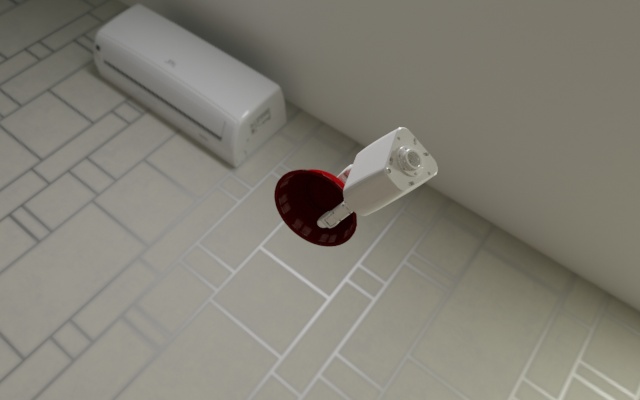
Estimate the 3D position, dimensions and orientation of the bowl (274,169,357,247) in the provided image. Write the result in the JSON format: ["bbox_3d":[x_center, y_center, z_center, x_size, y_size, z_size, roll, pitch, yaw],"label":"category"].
[{"bbox_3d":[-0.001,0.003,0.852,0.162,0.162,0.055,0,33,31],"label":"bowl"}]
